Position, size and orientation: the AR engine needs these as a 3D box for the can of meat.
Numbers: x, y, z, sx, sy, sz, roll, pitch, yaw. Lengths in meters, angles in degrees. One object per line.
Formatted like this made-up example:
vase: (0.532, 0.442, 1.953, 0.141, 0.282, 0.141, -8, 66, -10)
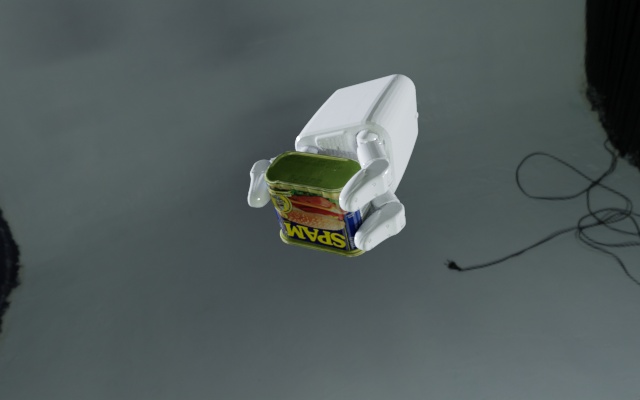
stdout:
can of meat: (0.000, 0.001, 0.478, 0.102, 0.084, 0.057, 10, 45, 26)
